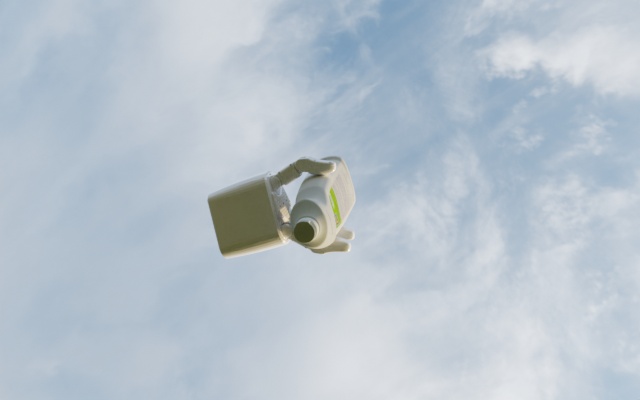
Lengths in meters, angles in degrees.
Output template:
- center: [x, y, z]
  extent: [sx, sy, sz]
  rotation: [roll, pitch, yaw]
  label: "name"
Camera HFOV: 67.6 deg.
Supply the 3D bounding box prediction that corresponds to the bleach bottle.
- center: [0.000, 0.002, 0.714]
  extent: [0.068, 0.102, 0.250]
  rotation: [-17, 10, 15]
  label: "bleach bottle"
